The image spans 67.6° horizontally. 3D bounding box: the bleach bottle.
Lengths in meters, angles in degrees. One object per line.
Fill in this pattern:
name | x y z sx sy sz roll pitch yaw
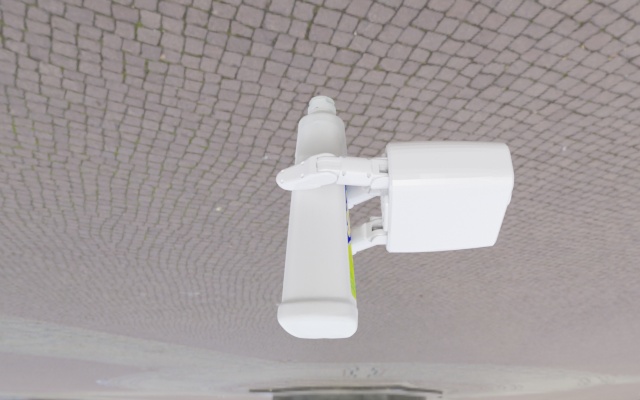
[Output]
bleach bottle | 0.000 0.002 0.474 0.068 0.250 0.103 -2 -25 5
